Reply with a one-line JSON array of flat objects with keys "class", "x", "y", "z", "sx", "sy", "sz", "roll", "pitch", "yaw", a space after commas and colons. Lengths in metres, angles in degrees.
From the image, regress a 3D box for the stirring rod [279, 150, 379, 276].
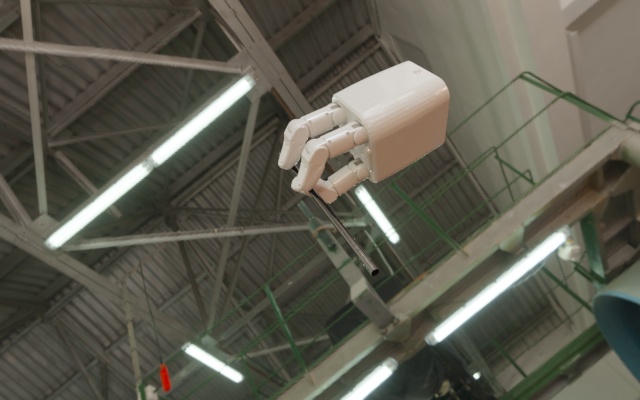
[{"class": "stirring rod", "x": 0.000, "y": 0.002, "z": 0.516, "sx": 0.011, "sy": 0.011, "sz": 0.239, "roll": 0, "pitch": 31, "yaw": -28}]
